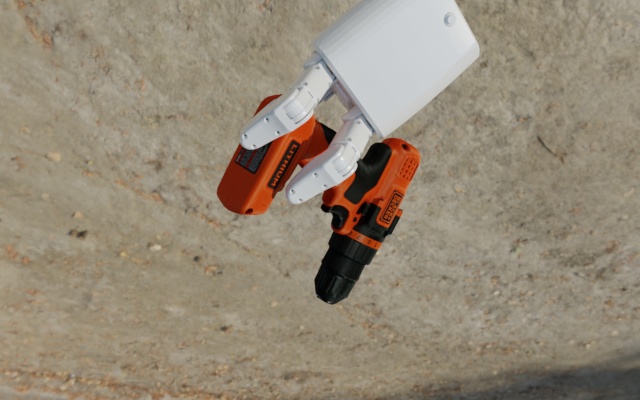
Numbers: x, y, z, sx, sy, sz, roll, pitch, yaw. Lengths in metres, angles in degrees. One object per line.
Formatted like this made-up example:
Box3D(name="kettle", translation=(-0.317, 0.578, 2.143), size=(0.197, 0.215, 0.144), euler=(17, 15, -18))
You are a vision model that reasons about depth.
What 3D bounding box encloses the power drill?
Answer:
Box3D(name="power drill", translation=(0.000, 0.001, 0.446), size=(0.188, 0.184, 0.057), euler=(25, 1, -44))
